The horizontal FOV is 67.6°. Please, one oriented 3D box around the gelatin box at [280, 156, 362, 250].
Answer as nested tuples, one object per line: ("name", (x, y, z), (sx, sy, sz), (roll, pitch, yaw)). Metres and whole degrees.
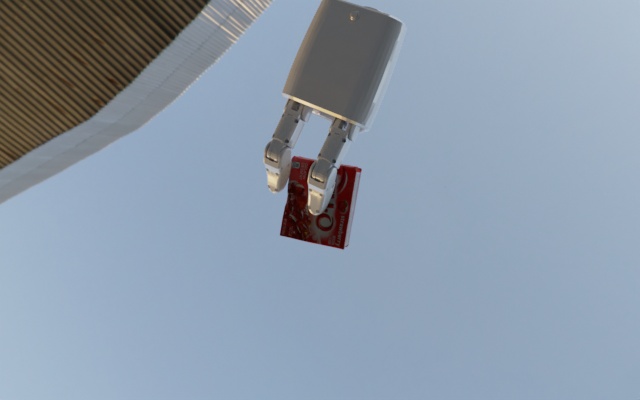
("gelatin box", (0.000, 0.002, 0.515), (0.073, 0.089, 0.030), (11, 6, 14))
